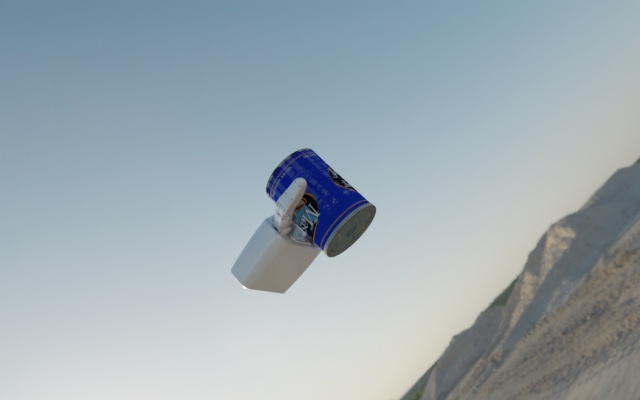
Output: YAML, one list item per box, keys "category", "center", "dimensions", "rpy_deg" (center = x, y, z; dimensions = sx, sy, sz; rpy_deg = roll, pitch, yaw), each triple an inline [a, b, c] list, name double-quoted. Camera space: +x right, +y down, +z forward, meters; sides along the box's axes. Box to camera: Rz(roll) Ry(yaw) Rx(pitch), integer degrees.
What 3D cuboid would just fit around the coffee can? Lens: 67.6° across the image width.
- category: "coffee can"
  center: [0.000, 0.002, 0.730]
  dimensions: [0.140, 0.103, 0.103]
  rpy_deg: [44, 20, 22]
